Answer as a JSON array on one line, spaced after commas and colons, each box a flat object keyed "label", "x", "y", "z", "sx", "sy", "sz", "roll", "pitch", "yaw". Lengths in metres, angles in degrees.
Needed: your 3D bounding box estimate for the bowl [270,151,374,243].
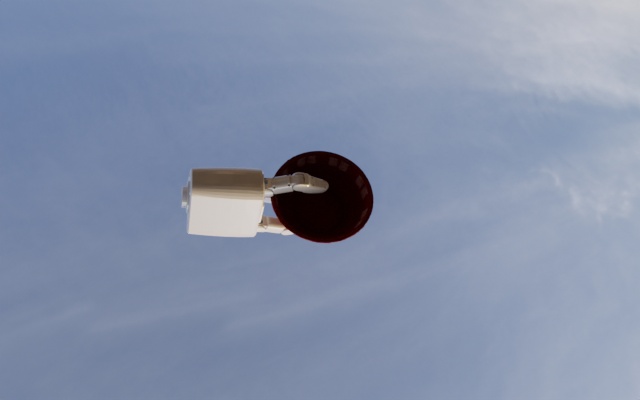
[{"label": "bowl", "x": 0.001, "y": 0.003, "z": 0.760, "sx": 0.162, "sy": 0.162, "sz": 0.055, "roll": 0, "pitch": -27, "yaw": -8}]
